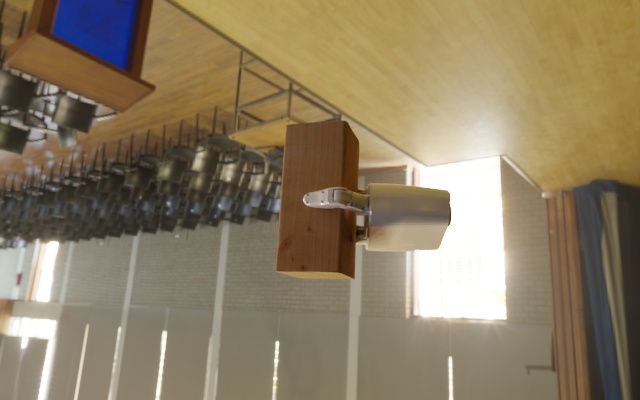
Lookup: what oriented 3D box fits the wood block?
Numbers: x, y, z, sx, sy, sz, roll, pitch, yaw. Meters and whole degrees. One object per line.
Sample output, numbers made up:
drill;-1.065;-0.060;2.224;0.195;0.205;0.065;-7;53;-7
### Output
wood block;0.000;0.002;0.672;0.090;0.206;0.091;-1;-15;17
